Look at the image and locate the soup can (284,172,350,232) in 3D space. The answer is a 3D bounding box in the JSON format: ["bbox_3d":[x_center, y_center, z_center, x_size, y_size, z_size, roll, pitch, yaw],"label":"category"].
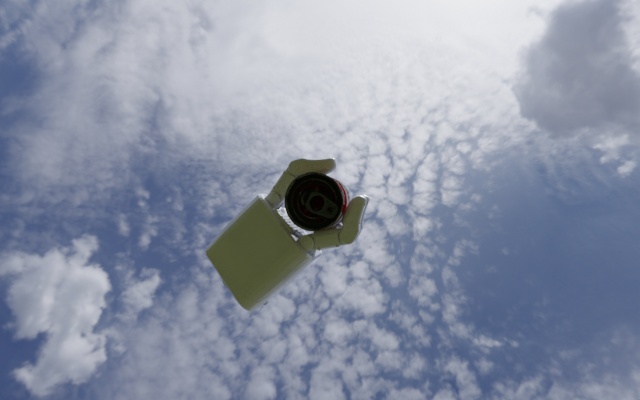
[{"bbox_3d":[0.000,0.001,0.591,0.068,0.068,0.102,0,0,9],"label":"soup can"}]
